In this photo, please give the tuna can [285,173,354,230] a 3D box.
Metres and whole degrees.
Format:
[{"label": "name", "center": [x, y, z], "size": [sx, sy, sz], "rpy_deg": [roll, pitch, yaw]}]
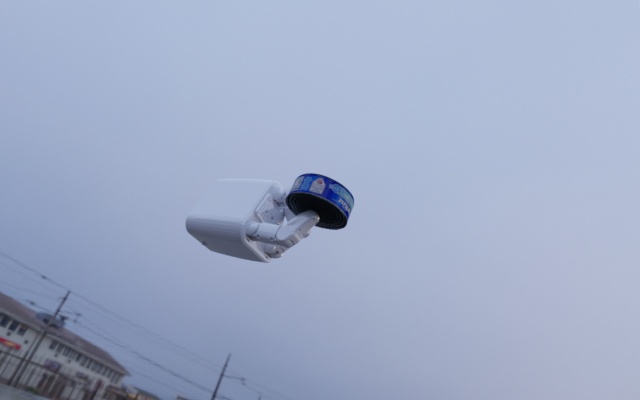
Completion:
[{"label": "tuna can", "center": [0.000, 0.002, 0.622], "size": [0.086, 0.033, 0.086], "rpy_deg": [19, -27, 10]}]
